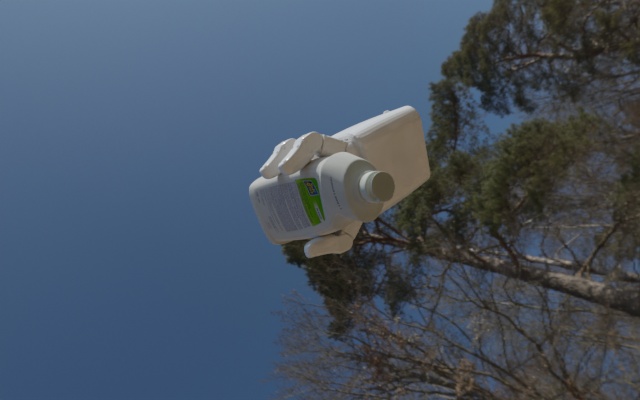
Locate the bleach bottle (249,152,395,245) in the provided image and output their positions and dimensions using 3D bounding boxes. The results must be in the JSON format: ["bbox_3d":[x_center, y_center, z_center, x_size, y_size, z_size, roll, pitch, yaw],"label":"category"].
[{"bbox_3d":[0.000,0.002,0.560,0.068,0.102,0.251,-29,11,-28],"label":"bleach bottle"}]
